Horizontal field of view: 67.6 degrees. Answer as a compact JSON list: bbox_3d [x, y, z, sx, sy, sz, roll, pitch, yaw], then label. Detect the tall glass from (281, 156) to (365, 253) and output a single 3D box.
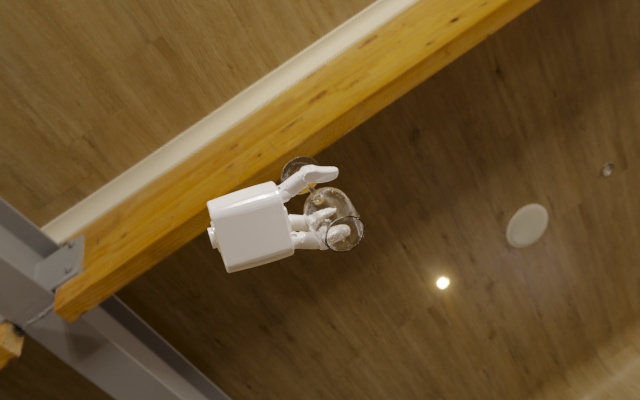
[{"bbox_3d":[0.000,0.002,0.761,0.079,0.079,0.201,0,28,-24],"label":"tall glass"}]
